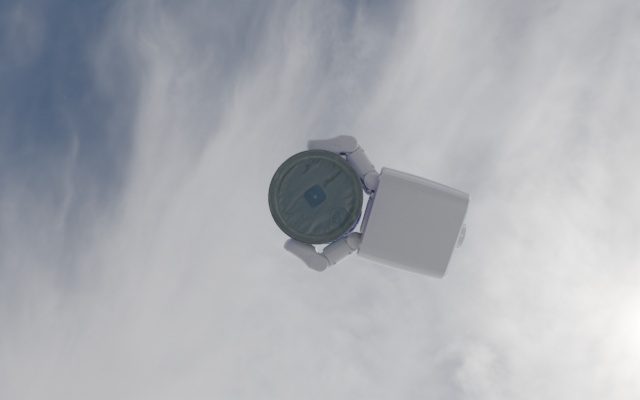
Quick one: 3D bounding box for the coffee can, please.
[{"bbox_3d":[0.000,0.002,0.577,0.103,0.103,0.140,0,-5,5],"label":"coffee can"}]
